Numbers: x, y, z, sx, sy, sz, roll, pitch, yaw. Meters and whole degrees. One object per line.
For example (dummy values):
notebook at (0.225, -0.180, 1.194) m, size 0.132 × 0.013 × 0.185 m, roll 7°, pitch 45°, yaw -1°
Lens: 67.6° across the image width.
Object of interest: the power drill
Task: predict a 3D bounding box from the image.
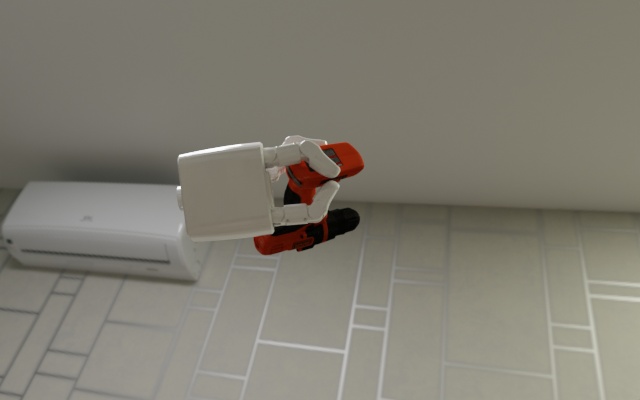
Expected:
power drill at (0.000, 0.002, 0.704) m, size 0.184 × 0.057 × 0.188 m, roll -14°, pitch -36°, yaw -29°
